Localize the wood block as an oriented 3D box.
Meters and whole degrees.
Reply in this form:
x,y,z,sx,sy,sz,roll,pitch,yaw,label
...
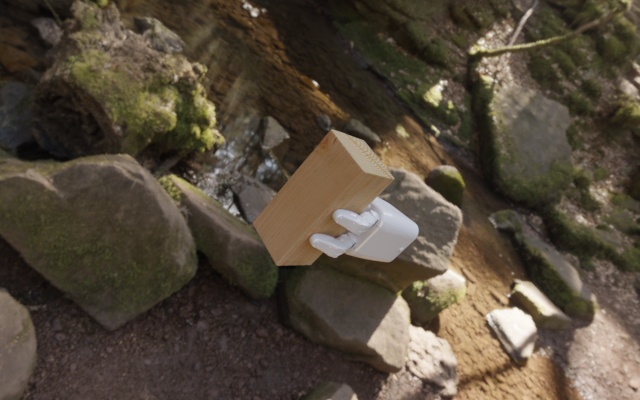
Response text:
x,y,z,sx,sy,sz,roll,pitch,yaw,label
0.000,0.002,0.741,0.090,0.090,0.206,8,-49,-51,wood block
